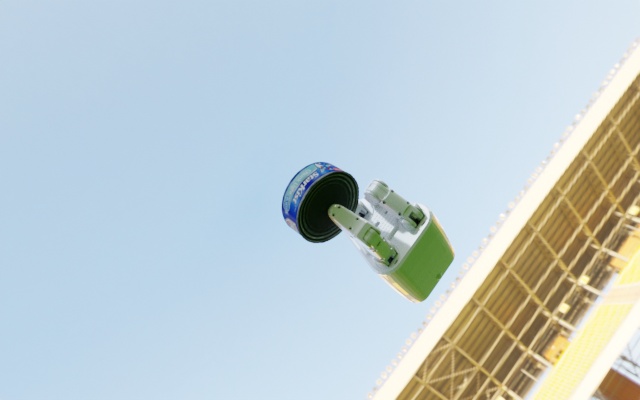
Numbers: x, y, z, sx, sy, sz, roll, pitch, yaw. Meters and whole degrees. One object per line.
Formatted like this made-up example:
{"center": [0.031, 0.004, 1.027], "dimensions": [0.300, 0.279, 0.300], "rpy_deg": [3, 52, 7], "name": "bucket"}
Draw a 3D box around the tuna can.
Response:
{"center": [0.000, 0.001, 0.523], "dimensions": [0.086, 0.086, 0.033], "rpy_deg": [0, 24, -43], "name": "tuna can"}
